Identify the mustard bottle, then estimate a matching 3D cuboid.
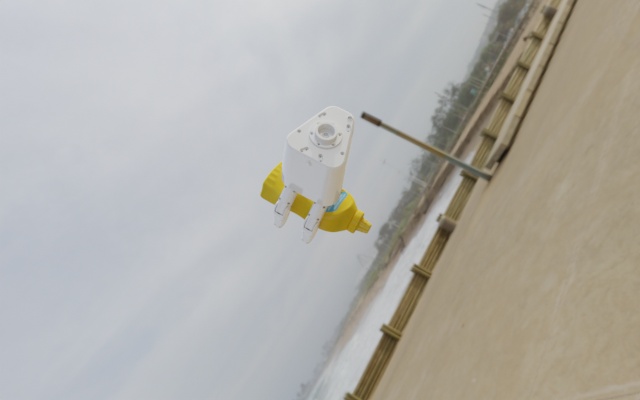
[{"bbox_3d":[0.000,0.003,0.819,0.191,0.058,0.096,28,39,9],"label":"mustard bottle"}]
